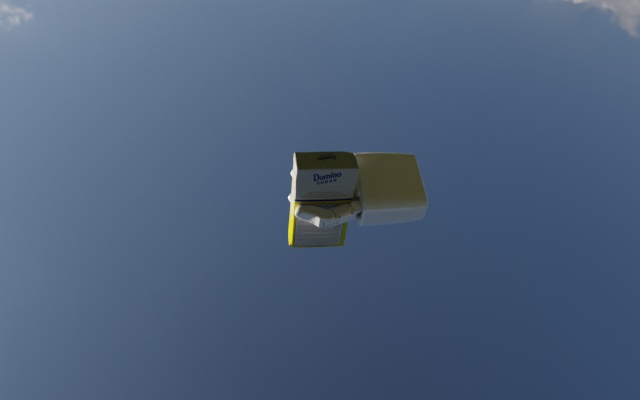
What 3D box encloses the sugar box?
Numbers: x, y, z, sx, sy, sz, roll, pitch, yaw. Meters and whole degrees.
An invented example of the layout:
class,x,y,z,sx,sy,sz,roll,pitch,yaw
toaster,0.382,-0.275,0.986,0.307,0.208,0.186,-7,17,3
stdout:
class,x,y,z,sx,sy,sz,roll,pitch,yaw
sugar box,0.000,0.002,0.748,0.093,0.176,0.048,-1,43,-10
